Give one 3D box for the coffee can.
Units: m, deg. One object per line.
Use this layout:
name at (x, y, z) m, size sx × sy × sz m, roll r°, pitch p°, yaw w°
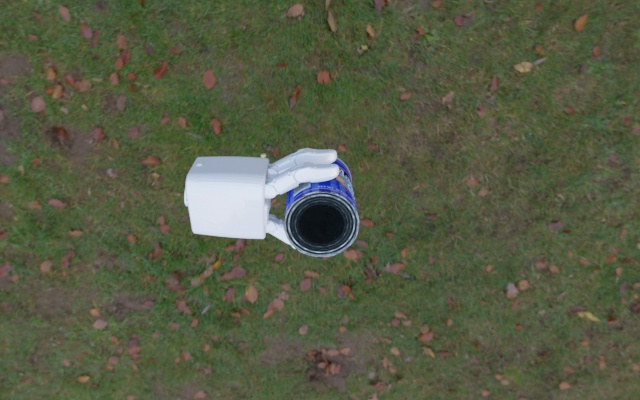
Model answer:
coffee can at (0.000, 0.002, 0.703) m, size 0.103 × 0.103 × 0.140 m, roll 0°, pitch 27°, yaw -1°
